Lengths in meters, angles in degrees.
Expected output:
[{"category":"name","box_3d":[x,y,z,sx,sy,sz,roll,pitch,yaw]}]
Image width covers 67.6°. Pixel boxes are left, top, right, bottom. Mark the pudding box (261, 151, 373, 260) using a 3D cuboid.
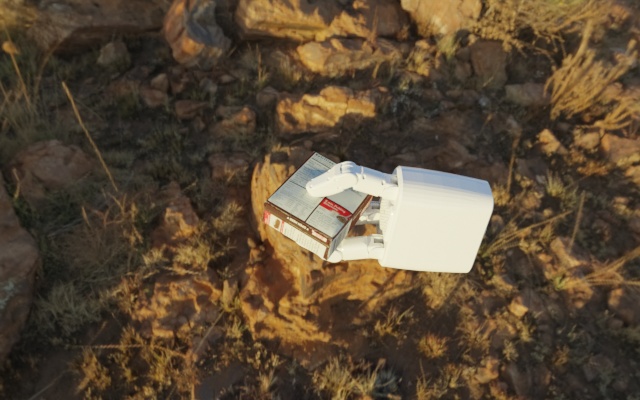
[{"category":"pudding box","box_3d":[0.000,0.002,0.550,0.090,0.039,0.113,29,46,14]}]
